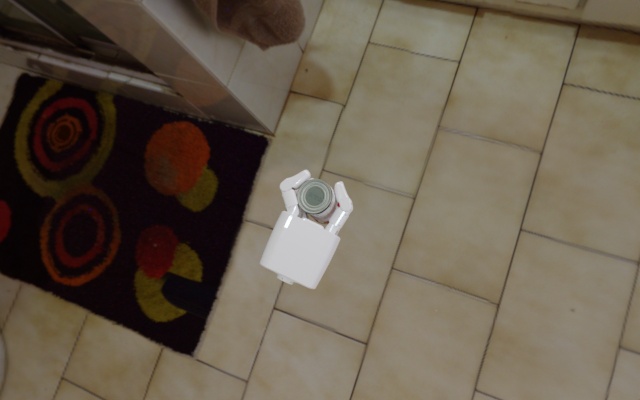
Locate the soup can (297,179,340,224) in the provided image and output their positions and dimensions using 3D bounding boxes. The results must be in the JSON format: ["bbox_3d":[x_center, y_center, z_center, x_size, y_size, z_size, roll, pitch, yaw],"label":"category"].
[{"bbox_3d":[0.000,0.002,0.899,0.068,0.068,0.102,0,-12,14],"label":"soup can"}]
